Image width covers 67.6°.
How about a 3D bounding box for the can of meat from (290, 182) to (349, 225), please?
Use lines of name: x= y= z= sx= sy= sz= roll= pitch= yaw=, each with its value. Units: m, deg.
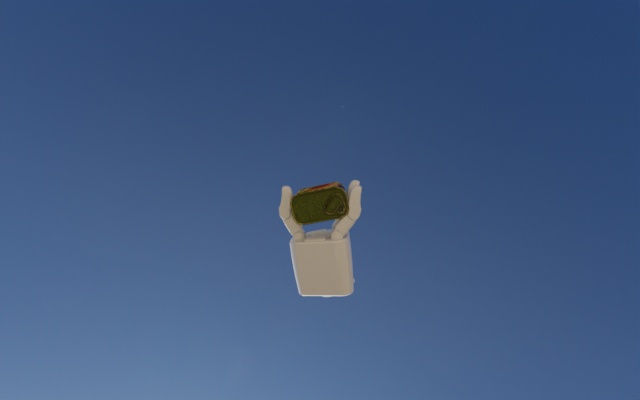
can of meat: x=0.000 y=0.003 z=0.876 sx=0.102 sy=0.057 sz=0.084 roll=-11 pitch=9 yaw=5
